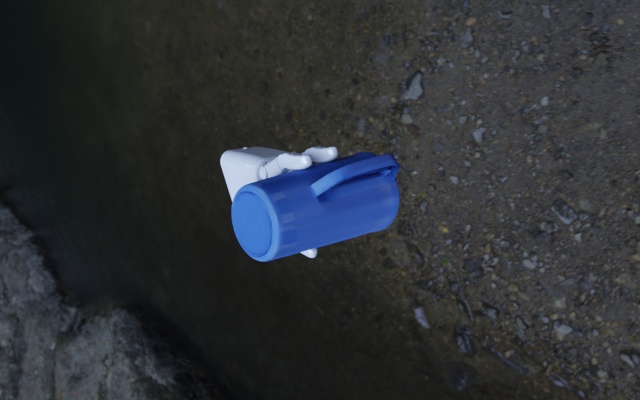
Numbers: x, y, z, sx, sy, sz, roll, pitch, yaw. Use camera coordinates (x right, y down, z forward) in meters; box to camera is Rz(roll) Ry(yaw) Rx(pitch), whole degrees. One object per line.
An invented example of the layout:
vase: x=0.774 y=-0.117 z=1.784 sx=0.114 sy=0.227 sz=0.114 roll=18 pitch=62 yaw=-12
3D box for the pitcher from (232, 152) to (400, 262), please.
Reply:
pitcher: x=0.000 y=0.002 z=0.706 sx=0.243 sy=0.149 sz=0.145 roll=-15 pitch=26 yaw=-41
